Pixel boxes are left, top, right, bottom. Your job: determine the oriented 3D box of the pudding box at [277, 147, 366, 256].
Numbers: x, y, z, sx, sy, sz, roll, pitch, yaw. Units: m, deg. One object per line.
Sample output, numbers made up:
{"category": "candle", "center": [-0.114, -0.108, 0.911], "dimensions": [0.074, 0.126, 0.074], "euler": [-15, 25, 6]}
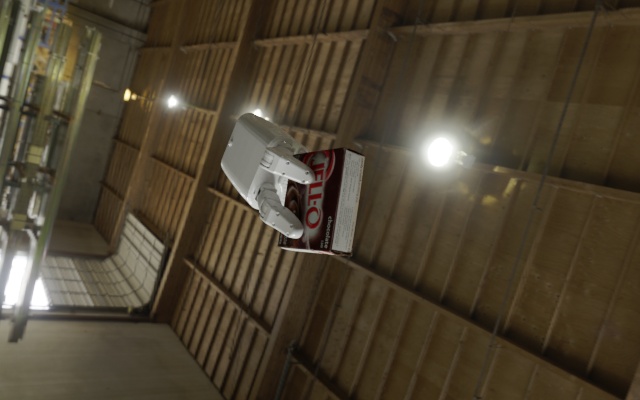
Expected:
{"category": "pudding box", "center": [0.000, 0.002, 0.527], "dimensions": [0.039, 0.113, 0.090], "euler": [12, -9, -40]}
